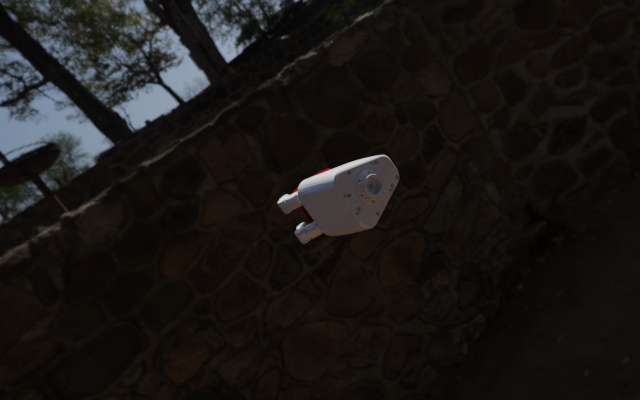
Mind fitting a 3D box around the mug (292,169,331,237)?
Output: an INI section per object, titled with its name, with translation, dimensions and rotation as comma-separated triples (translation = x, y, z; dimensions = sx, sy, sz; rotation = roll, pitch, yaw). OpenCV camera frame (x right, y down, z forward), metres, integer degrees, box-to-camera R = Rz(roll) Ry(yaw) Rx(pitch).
[mug]
translation = -0.001, 0.003, 0.804
dimensions = 0.093, 0.081, 0.117
rotation = -41, 13, -28
